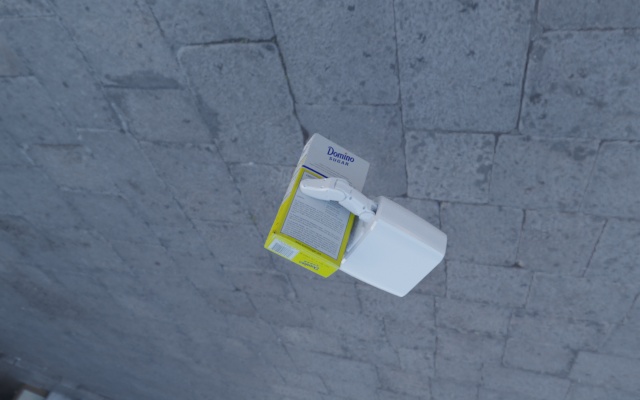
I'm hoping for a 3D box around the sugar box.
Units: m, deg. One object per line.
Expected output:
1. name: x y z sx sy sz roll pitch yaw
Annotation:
1. sugar box: 0.000 0.002 0.632 0.093 0.176 0.048 29 -38 -12
